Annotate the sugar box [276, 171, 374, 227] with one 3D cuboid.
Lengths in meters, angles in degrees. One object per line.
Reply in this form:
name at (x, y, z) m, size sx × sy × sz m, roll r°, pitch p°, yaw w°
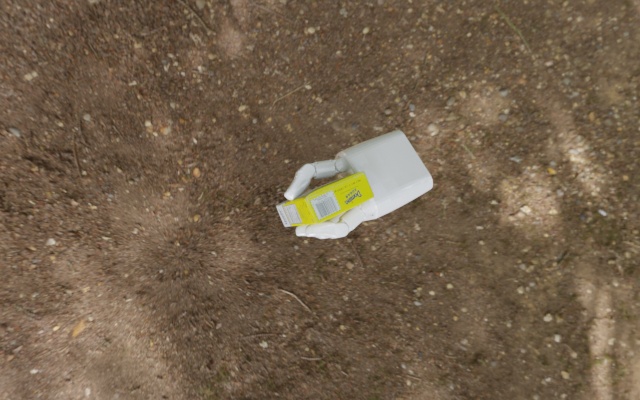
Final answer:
sugar box at (0.000, 0.003, 0.709) m, size 0.093 × 0.048 × 0.176 m, roll -24°, pitch 1°, yaw -17°
